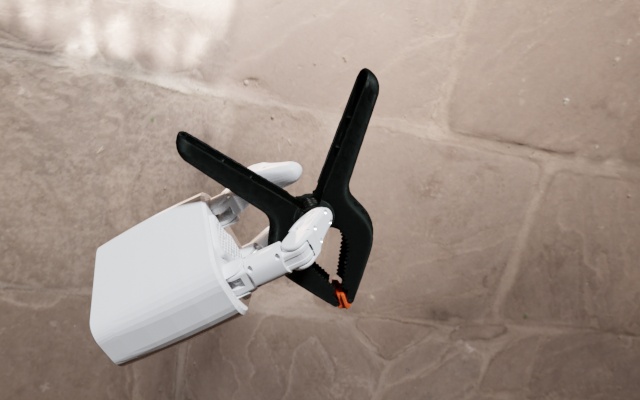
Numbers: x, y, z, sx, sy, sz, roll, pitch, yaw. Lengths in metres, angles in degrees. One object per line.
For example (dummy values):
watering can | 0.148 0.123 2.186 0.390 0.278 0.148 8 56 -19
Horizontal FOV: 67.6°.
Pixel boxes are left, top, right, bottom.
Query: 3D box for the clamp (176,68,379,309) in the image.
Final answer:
clamp | 0.000 0.002 0.408 0.164 0.210 0.036 -25 26 1
